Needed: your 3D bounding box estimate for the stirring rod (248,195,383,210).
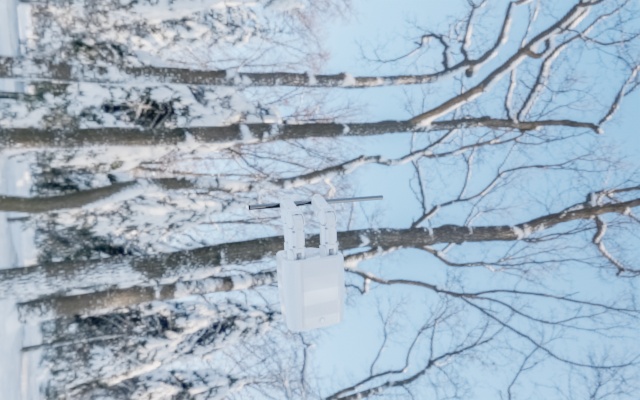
[{"bbox_3d":[0.000,0.003,0.764,0.239,0.011,0.011,-4,2,-28],"label":"stirring rod"}]
